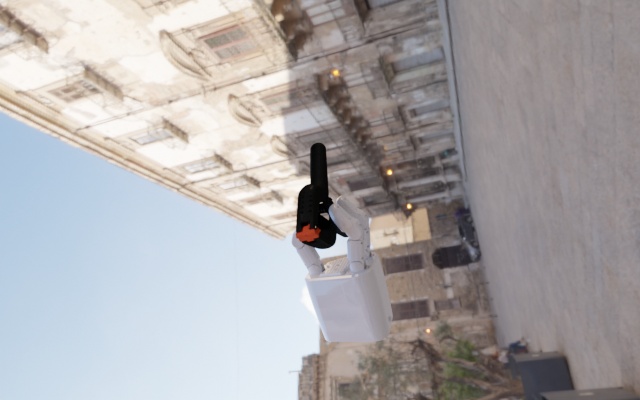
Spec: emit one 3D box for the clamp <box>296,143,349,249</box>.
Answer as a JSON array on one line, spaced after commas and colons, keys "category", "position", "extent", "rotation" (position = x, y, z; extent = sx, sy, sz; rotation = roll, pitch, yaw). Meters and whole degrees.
[{"category": "clamp", "position": [-0.001, 0.003, 0.698], "extent": [0.036, 0.164, 0.210], "rotation": [-17, 8, 17]}]
